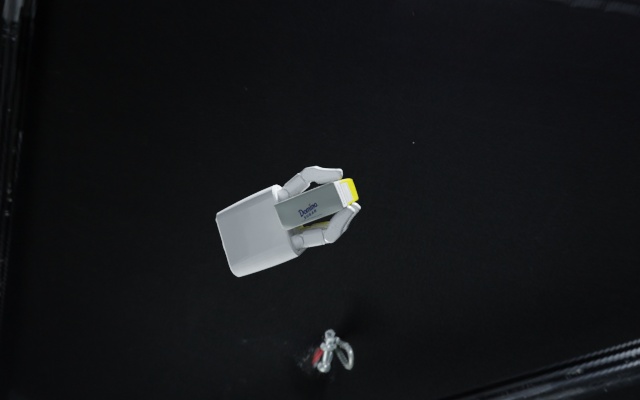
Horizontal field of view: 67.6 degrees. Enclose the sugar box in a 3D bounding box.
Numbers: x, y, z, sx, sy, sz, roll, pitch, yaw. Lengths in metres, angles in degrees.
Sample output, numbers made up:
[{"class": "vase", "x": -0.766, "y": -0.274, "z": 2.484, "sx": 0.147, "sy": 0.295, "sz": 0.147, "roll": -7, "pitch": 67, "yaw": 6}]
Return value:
[{"class": "sugar box", "x": 0.000, "y": 0.003, "z": 0.728, "sx": 0.093, "sy": 0.048, "sz": 0.176, "roll": -21, "pitch": 2, "yaw": 13}]
